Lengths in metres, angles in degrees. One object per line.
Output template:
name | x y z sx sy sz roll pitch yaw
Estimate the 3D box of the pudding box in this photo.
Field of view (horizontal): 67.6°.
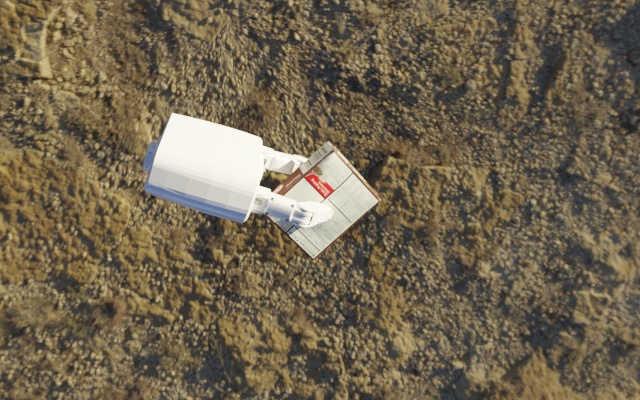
pudding box | 0.000 0.002 0.564 0.113 0.090 0.039 -41 22 7
